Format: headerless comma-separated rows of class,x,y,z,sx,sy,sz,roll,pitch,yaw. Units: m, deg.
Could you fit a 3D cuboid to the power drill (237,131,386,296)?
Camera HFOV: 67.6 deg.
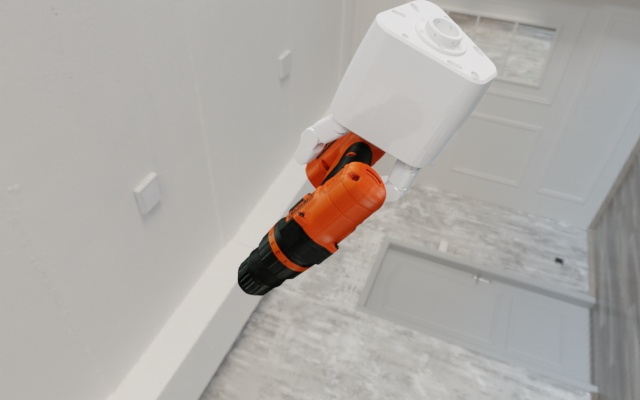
power drill,0.000,0.001,0.493,0.184,0.057,0.187,-39,15,30
